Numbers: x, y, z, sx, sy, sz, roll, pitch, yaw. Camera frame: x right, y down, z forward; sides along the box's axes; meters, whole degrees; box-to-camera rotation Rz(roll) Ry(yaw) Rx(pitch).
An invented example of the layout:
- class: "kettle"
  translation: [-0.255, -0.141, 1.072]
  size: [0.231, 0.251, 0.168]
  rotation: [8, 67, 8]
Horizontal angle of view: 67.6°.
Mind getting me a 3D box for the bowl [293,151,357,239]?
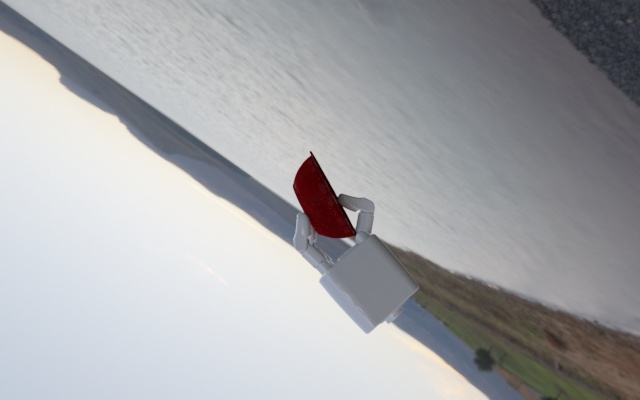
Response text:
- class: "bowl"
  translation: [-0.001, 0.002, 0.772]
  size: [0.055, 0.162, 0.162]
  rotation: [-28, -2, 4]
